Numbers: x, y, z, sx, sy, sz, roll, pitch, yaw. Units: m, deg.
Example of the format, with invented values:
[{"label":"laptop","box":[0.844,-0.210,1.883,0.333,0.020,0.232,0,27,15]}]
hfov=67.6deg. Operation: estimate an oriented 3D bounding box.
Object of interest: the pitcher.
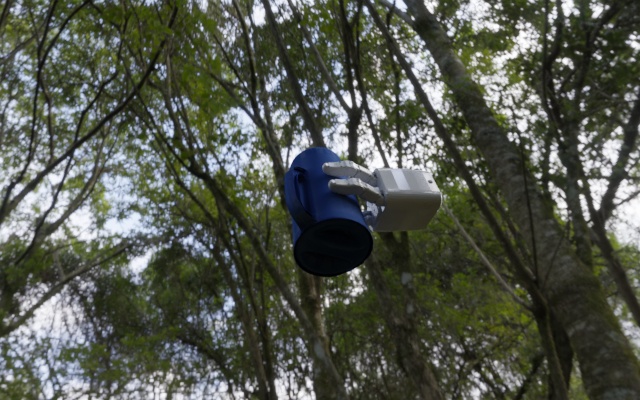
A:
[{"label":"pitcher","box":[0.000,0.003,0.861,0.145,0.149,0.242,-1,39,-10]}]
